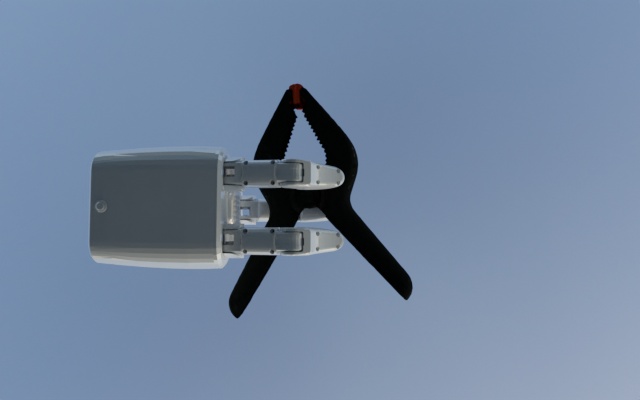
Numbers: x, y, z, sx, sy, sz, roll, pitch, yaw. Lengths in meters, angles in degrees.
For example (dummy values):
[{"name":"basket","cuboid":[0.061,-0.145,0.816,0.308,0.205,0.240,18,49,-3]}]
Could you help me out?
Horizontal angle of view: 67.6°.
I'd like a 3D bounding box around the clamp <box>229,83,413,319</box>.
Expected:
[{"name":"clamp","cuboid":[0.000,0.001,0.432,0.164,0.210,0.036,0,-2,1]}]
